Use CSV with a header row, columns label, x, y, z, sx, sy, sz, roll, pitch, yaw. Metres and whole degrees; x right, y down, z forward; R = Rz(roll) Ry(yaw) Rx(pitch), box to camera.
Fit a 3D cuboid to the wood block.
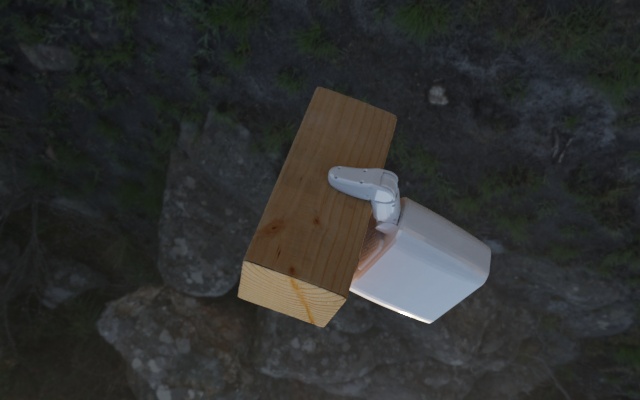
label,x,y,z,sx,sy,sz,roll,pitch,yaw
wood block,0.000,0.002,0.467,0.090,0.206,0.091,20,-32,-2
